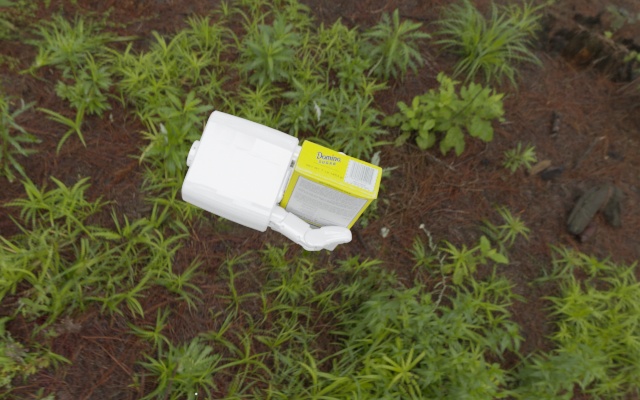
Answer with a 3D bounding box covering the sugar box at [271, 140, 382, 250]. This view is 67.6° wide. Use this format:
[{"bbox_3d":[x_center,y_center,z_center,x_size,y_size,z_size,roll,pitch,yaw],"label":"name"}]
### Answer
[{"bbox_3d":[0.000,0.001,0.579,0.093,0.048,0.176,20,-25,-6],"label":"sugar box"}]
